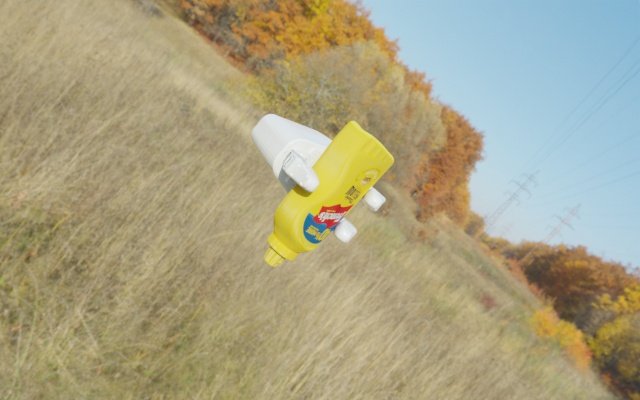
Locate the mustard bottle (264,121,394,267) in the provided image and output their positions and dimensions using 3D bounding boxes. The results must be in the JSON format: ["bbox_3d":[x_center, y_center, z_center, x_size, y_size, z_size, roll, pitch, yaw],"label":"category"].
[{"bbox_3d":[0.000,0.002,0.561,0.058,0.191,0.096,44,7,25],"label":"mustard bottle"}]
